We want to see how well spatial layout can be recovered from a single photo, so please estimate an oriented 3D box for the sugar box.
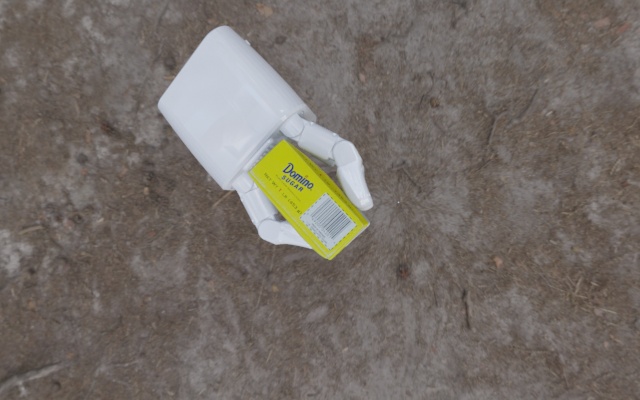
[{"bbox_3d":[0.000,0.001,0.442,0.048,0.093,0.176,-43,-6,7],"label":"sugar box"}]
